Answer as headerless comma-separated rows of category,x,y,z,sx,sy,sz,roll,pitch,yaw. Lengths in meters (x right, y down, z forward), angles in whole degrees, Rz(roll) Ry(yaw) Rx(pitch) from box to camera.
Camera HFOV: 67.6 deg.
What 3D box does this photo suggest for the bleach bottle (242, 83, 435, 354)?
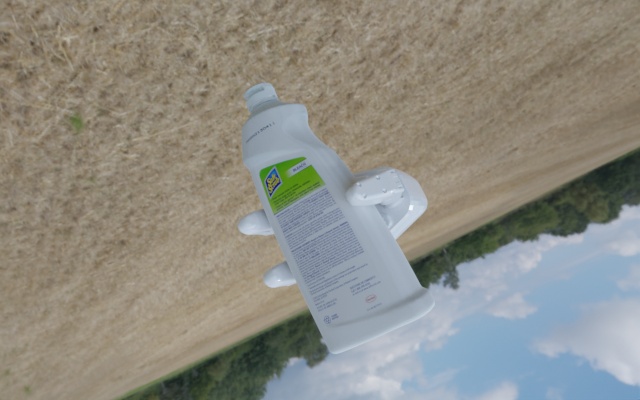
bleach bottle,0.000,0.002,0.434,0.102,0.250,0.068,-29,-11,17
